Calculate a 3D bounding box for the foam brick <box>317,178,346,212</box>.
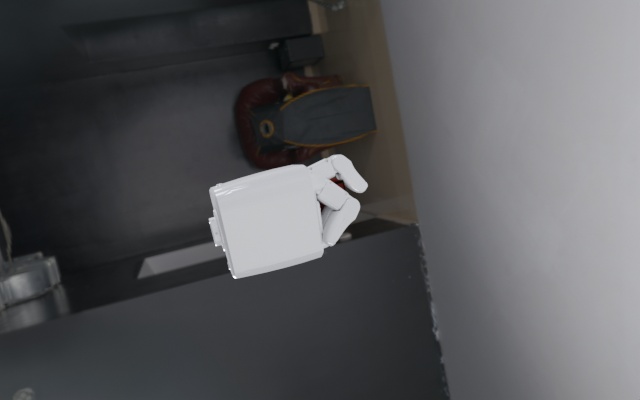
[{"bbox_3d":[0.000,0.002,0.619,0.051,0.053,0.078,-16,8,-15],"label":"foam brick"}]
